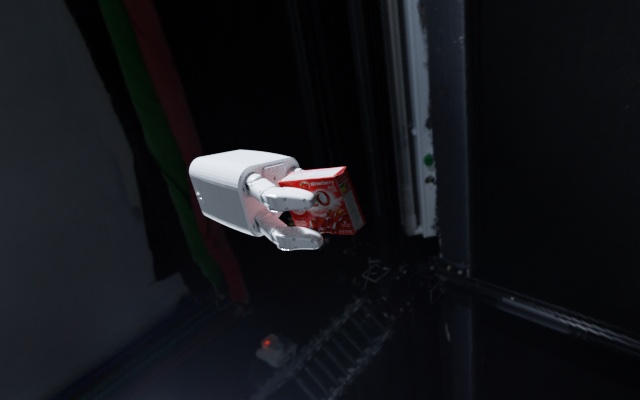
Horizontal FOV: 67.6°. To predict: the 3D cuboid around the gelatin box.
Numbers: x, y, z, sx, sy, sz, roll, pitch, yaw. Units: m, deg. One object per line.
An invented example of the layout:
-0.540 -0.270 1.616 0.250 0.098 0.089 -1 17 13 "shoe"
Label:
0.001 0.002 0.555 0.089 0.073 0.030 -2 27 40 "gelatin box"
